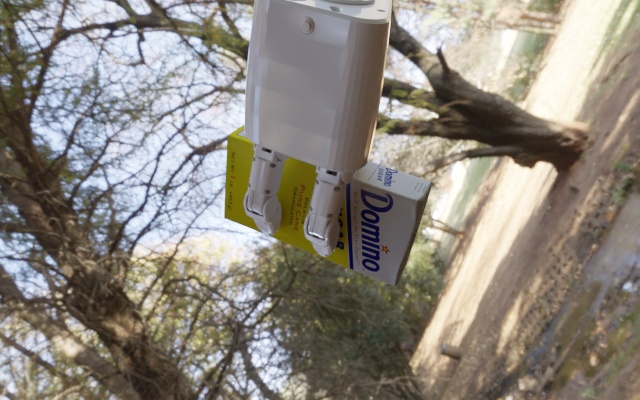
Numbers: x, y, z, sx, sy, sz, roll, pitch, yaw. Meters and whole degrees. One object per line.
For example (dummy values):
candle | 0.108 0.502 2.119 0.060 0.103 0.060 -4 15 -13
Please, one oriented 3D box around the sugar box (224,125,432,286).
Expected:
sugar box | 0.000 0.001 0.426 0.176 0.093 0.048 21 35 17
